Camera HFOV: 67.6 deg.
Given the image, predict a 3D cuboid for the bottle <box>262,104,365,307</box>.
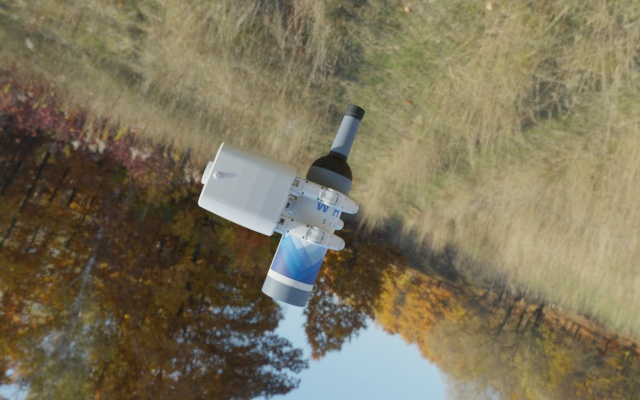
[{"bbox_3d":[0.000,0.003,0.688,0.069,0.295,0.069,21,-3,1],"label":"bottle"}]
